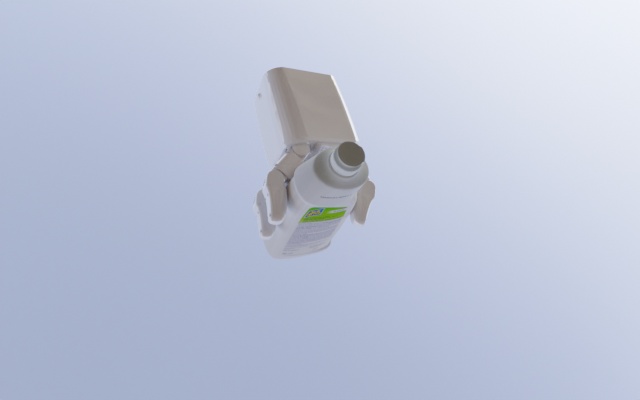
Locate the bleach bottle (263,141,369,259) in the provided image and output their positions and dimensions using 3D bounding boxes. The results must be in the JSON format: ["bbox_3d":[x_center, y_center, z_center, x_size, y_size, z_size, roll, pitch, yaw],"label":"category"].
[{"bbox_3d":[0.000,0.002,0.571,0.102,0.068,0.251,-11,-19,-23],"label":"bleach bottle"}]
